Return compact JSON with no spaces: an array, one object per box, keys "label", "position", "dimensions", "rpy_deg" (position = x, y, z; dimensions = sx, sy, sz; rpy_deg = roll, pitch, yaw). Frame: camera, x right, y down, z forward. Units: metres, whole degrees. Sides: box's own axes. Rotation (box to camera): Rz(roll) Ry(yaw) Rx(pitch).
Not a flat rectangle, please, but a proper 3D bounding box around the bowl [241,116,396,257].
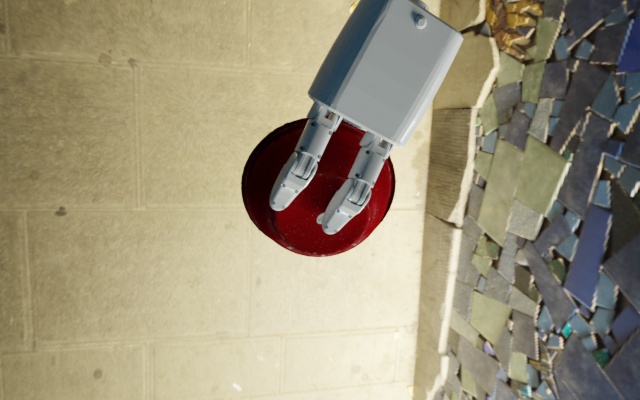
[{"label":"bowl","position":[0.000,0.003,0.476],"dimensions":[0.162,0.162,0.055],"rpy_deg":[0,31,-4]}]
